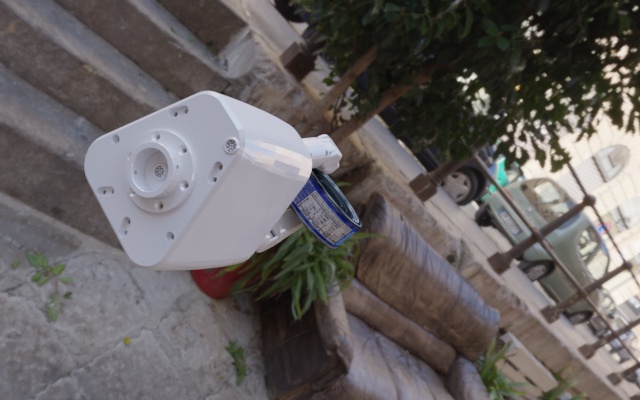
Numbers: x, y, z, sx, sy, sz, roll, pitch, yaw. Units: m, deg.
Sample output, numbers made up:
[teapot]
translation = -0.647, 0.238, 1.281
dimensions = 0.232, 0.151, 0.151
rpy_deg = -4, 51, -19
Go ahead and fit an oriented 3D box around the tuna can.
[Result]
[tuna can]
translation = 0.001, 0.001, 0.443
dimensions = 0.034, 0.086, 0.086
rpy_deg = -38, -8, 10
